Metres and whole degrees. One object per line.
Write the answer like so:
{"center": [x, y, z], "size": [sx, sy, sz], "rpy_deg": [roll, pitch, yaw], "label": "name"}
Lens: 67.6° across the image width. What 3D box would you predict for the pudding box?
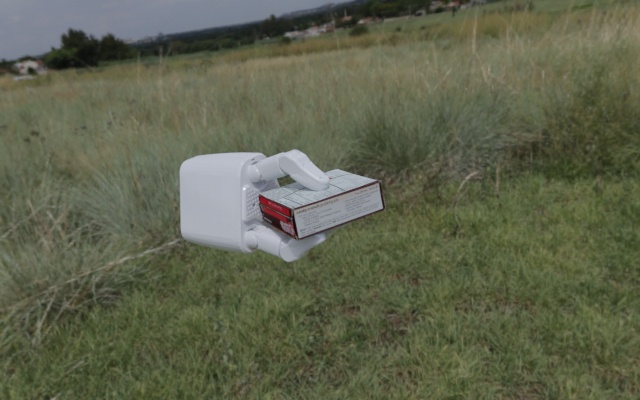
{"center": [0.000, 0.002, 0.527], "size": [0.113, 0.039, 0.090], "rpy_deg": [-20, 21, -24], "label": "pudding box"}
